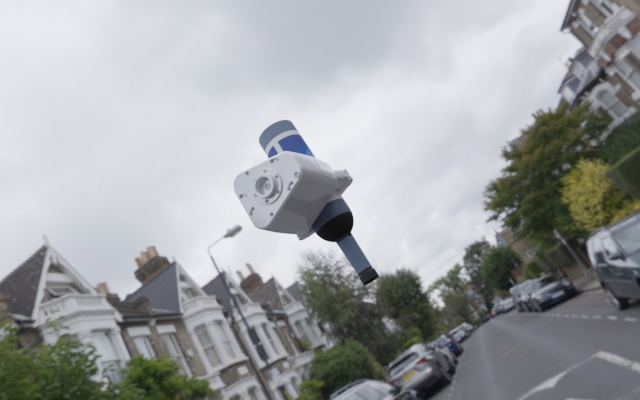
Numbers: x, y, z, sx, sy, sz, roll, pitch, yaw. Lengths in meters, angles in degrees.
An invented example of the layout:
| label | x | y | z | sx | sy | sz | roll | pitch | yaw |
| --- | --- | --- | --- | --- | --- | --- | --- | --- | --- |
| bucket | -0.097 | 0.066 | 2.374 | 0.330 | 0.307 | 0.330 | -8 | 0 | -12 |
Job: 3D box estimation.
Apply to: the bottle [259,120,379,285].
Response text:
| label | x | y | z | sx | sy | sz | roll | pitch | yaw |
| --- | --- | --- | --- | --- | --- | --- | --- | --- | --- |
| bottle | 0.000 | 0.002 | 0.756 | 0.069 | 0.295 | 0.069 | -29 | -20 | -12 |
